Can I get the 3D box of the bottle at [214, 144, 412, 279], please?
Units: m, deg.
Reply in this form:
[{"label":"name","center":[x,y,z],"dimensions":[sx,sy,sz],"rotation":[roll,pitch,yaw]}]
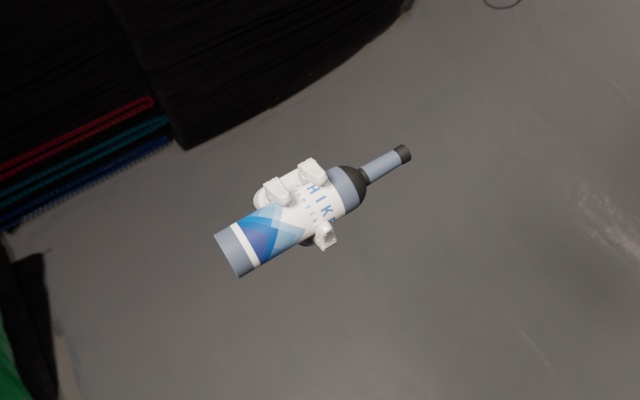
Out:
[{"label":"bottle","center":[0.000,0.002,0.659],"dimensions":[0.295,0.069,0.069],"rotation":[-30,7,-13]}]
